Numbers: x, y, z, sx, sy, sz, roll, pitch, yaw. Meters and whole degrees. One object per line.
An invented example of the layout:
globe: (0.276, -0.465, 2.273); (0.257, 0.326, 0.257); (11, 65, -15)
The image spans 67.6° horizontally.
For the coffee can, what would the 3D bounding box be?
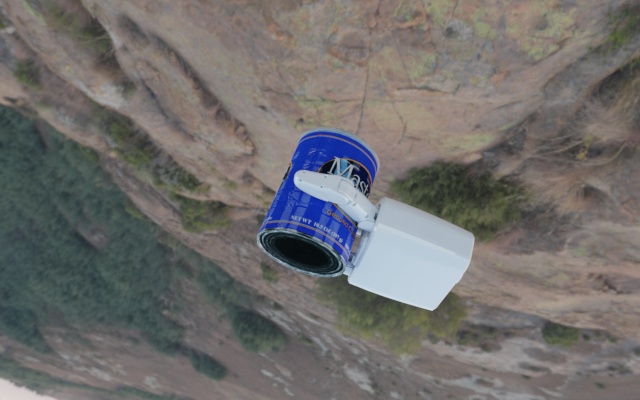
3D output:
coffee can: (0.000, 0.002, 0.547); (0.103, 0.140, 0.103); (16, -29, 9)
